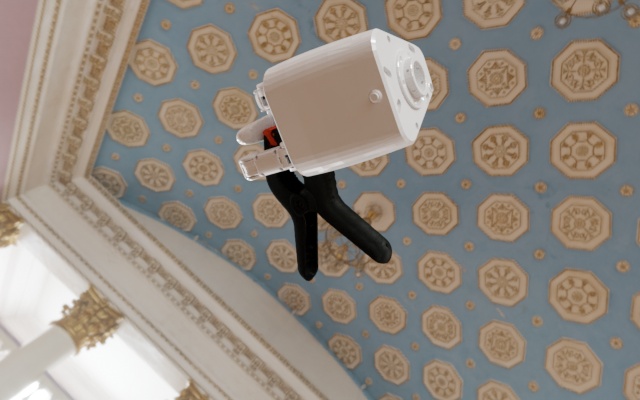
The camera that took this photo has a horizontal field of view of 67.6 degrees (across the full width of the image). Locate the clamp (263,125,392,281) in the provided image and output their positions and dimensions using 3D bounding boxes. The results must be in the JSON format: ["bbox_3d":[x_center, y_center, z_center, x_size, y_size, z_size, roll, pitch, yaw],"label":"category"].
[{"bbox_3d":[0.000,0.001,0.475,0.120,0.171,0.039,-12,17,34],"label":"clamp"}]
